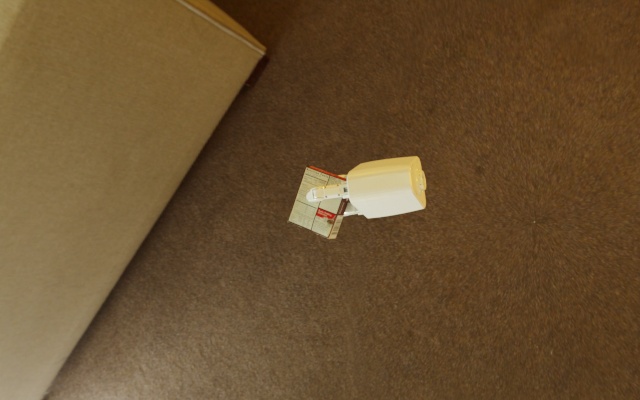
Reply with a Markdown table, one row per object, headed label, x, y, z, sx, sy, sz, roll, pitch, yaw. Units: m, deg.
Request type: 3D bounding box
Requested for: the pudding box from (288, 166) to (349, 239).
| label | x | y | z | sx | sy | sz | roll | pitch | yaw |
| --- | --- | --- | --- | --- | --- | --- | --- | --- | --- |
| pudding box | 0.000 | 0.003 | 0.868 | 0.090 | 0.113 | 0.039 | 22 | 6 | 21 |
